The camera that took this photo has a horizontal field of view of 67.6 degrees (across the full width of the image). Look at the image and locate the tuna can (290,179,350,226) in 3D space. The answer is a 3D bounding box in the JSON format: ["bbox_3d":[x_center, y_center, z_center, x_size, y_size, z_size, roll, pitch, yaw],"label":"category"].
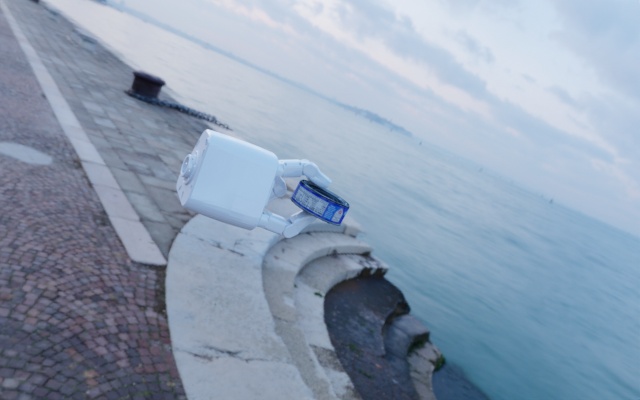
[{"bbox_3d":[0.000,0.002,0.714,0.086,0.034,0.086,28,9,-5],"label":"tuna can"}]
